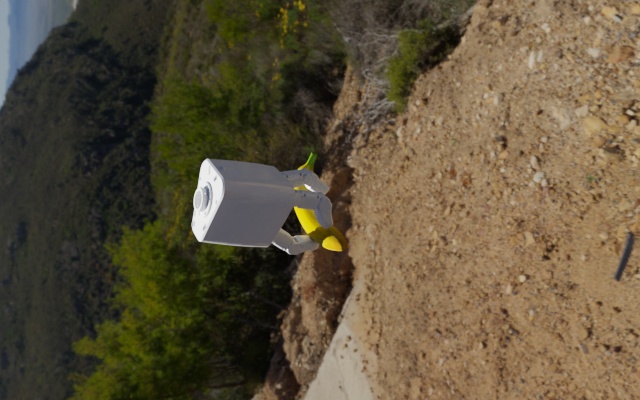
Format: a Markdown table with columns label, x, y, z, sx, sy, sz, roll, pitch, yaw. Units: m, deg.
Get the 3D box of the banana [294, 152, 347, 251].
| label | x | y | z | sx | sy | sz | roll | pitch | yaw |
| --- | --- | --- | --- | --- | --- | --- | --- | --- | --- |
| banana | -0.011 | 0.011 | 0.772 | 0.037 | 0.197 | 0.070 | 11 | -45 | -36 |
